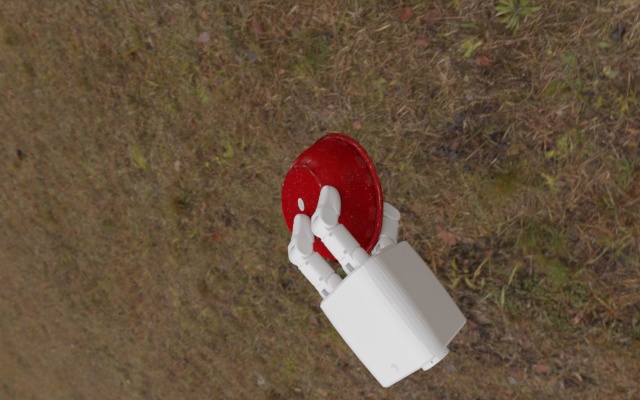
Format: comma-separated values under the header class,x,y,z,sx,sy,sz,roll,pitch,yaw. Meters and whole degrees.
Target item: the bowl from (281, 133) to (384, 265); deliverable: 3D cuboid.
class,x,y,z,sx,sy,sz,roll,pitch,yaw
bowl,-0.001,0.001,0.566,0.055,0.162,0.162,-8,5,-35
